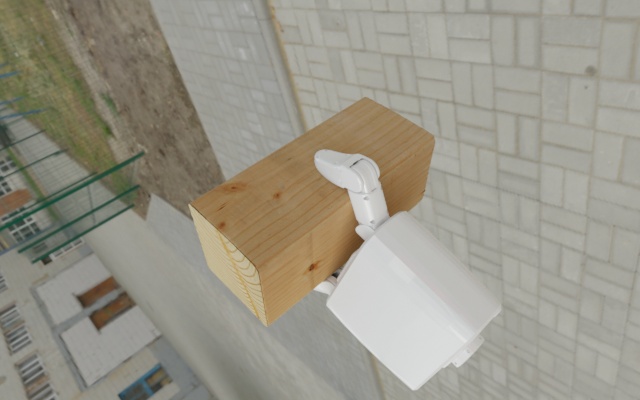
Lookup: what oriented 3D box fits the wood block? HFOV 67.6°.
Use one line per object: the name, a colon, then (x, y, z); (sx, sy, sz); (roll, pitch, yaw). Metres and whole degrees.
wood block: (0.000, 0.001, 0.434); (0.206, 0.091, 0.090); (-35, 56, -28)
